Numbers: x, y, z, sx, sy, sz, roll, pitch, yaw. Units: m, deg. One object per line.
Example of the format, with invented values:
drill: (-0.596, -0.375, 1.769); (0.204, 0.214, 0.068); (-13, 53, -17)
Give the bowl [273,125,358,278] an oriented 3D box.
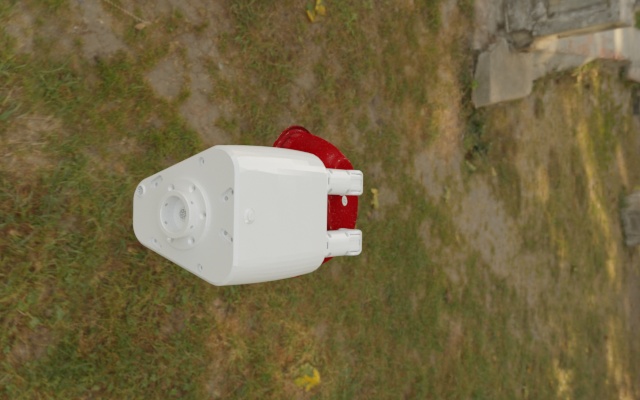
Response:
bowl: (0.001, 0.001, 0.503); (0.055, 0.162, 0.162); (1, 0, 22)
